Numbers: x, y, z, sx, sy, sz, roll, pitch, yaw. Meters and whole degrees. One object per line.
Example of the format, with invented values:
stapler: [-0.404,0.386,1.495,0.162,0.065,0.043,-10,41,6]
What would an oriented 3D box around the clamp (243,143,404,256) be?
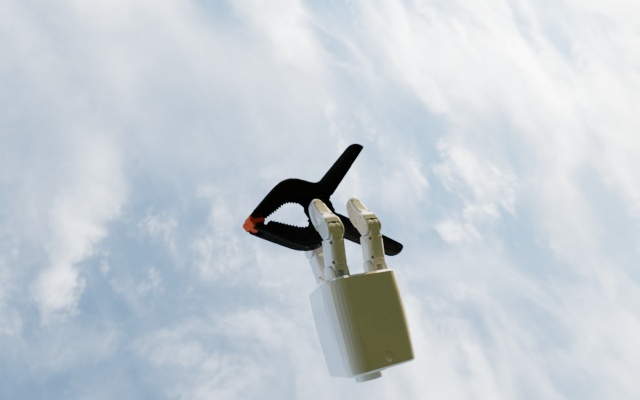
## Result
clamp: [-0.001,0.003,0.609,0.210,0.164,0.036,-4,-21,-30]
